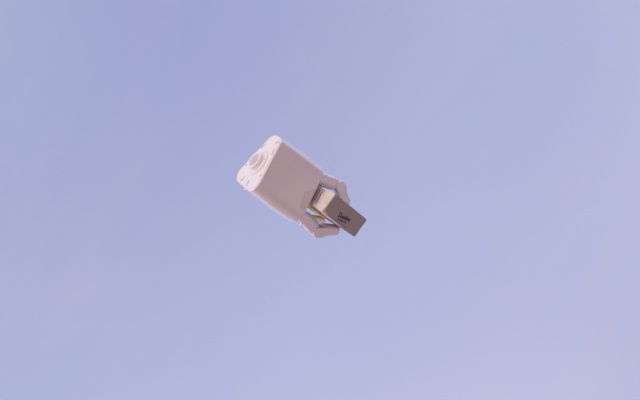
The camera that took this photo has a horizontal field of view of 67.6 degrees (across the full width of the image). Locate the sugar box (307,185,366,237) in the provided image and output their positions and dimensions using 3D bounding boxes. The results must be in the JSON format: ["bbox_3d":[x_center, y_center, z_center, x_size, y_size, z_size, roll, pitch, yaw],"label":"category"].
[{"bbox_3d":[0.000,0.003,0.897,0.093,0.048,0.176,38,-3,-34],"label":"sugar box"}]
